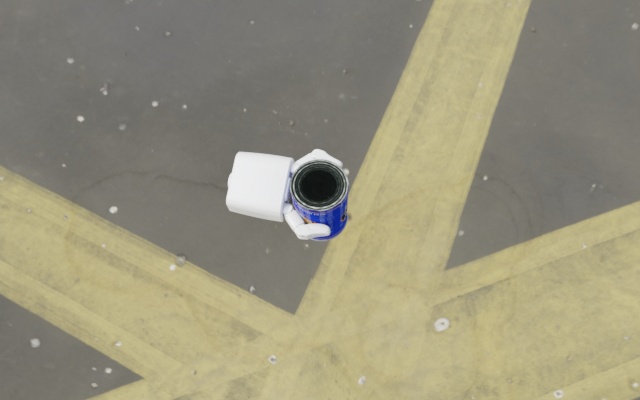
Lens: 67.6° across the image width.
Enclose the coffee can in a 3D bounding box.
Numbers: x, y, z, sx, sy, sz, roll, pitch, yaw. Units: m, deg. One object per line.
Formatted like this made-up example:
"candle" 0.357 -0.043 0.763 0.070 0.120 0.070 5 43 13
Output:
"coffee can" 0.000 0.003 0.886 0.103 0.102 0.140 0 -26 2
